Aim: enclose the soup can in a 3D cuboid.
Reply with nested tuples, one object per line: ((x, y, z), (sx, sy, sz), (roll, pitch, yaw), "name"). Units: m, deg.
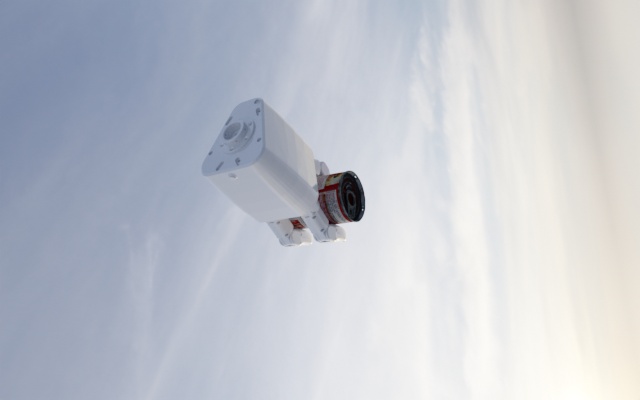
((0.000, 0.002, 0.643), (0.102, 0.068, 0.068), (-10, -5, 30), "soup can")
